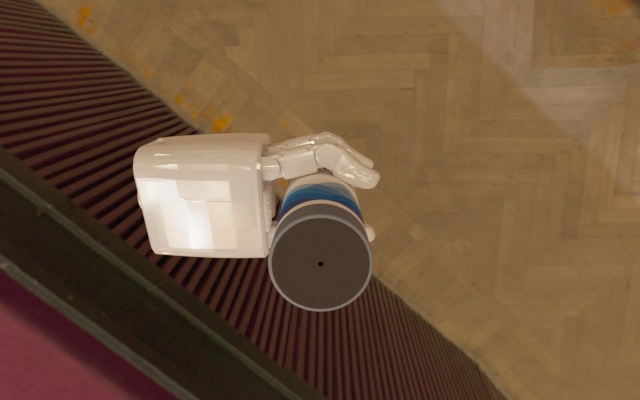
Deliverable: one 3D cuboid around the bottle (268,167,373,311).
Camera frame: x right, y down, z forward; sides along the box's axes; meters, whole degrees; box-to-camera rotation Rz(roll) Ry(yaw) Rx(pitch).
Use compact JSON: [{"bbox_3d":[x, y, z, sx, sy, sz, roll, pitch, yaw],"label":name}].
[{"bbox_3d":[0.000,0.002,0.441,0.069,0.069,0.295,0,15,0],"label":"bottle"}]
